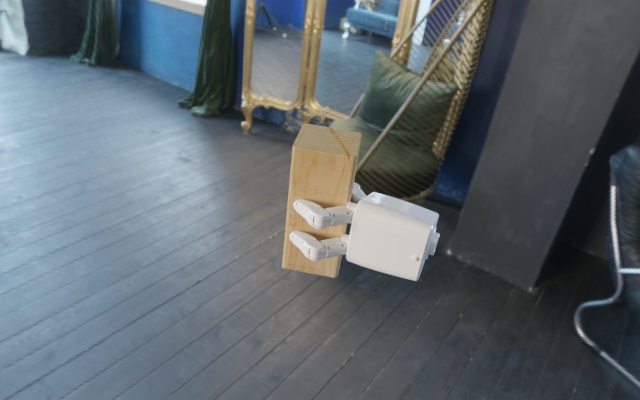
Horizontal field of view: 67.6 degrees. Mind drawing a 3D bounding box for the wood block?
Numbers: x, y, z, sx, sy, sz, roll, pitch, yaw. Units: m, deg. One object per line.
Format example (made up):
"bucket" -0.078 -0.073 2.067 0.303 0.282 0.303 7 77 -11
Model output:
"wood block" 0.001 0.002 0.718 0.090 0.206 0.090 10 30 4
